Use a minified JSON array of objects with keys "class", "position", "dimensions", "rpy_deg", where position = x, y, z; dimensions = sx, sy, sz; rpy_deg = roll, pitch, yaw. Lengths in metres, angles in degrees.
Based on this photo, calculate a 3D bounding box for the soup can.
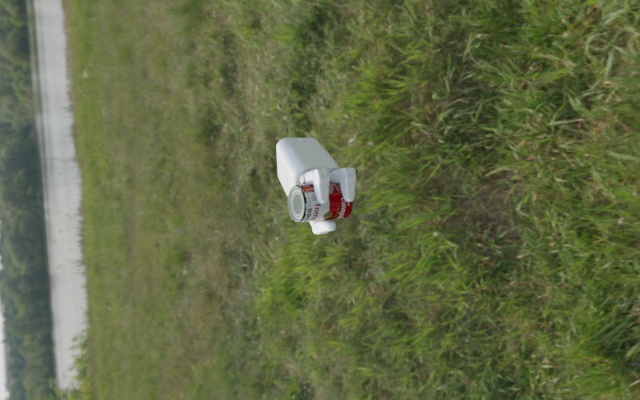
[{"class":"soup can","position":[0.000,0.003,0.867],"dimensions":[0.102,0.068,0.068],"rpy_deg":[-4,2,-30]}]
